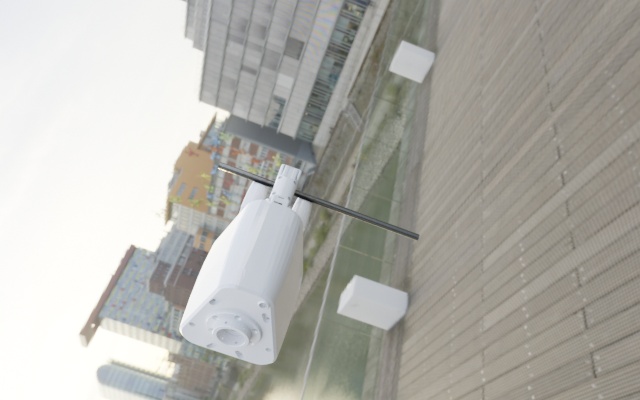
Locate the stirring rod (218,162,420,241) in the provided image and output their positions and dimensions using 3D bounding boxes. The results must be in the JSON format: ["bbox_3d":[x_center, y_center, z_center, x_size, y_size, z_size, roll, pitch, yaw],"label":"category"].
[{"bbox_3d":[0.000,0.002,0.541,0.239,0.011,0.011,20,-2,-5],"label":"stirring rod"}]
